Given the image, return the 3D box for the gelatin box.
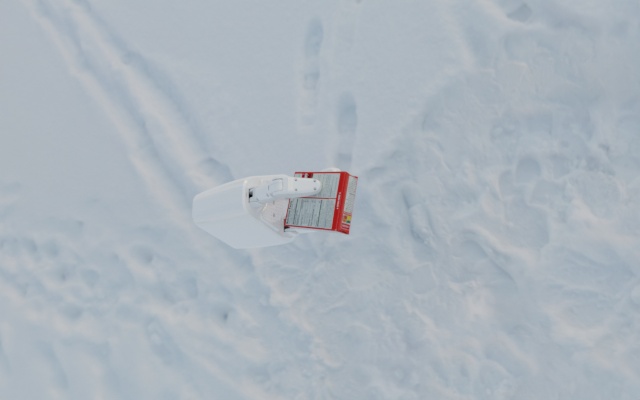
[{"bbox_3d":[0.000,0.002,0.599,0.089,0.073,0.030,2,-11,41],"label":"gelatin box"}]
